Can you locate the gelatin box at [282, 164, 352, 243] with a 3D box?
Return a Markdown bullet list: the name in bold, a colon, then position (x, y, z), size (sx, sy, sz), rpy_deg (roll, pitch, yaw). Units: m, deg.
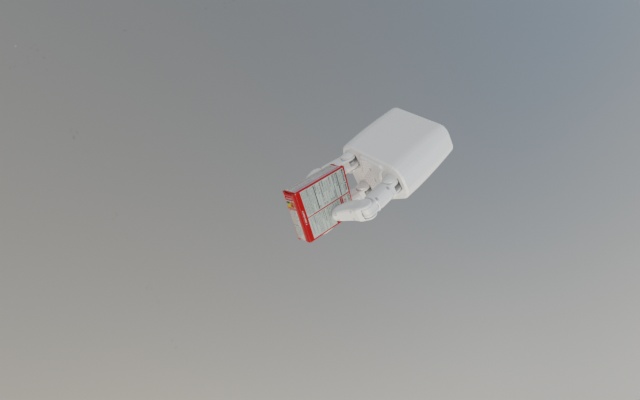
- **gelatin box**: position (0.000, 0.002, 0.634), size (0.089, 0.073, 0.030), rpy_deg (-32, 28, -31)
